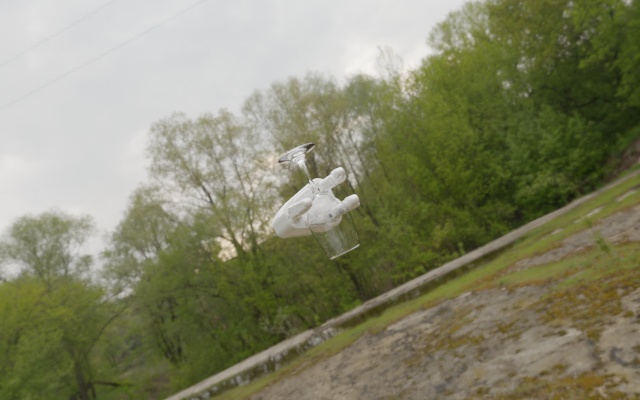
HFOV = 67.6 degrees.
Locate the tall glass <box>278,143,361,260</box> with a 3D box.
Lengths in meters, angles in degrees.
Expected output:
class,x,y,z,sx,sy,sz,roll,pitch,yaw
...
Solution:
class,x,y,z,sx,sy,sz,roll,pitch,yaw
tall glass,0.000,0.002,0.854,0.079,0.201,0.079,-26,-6,-3
